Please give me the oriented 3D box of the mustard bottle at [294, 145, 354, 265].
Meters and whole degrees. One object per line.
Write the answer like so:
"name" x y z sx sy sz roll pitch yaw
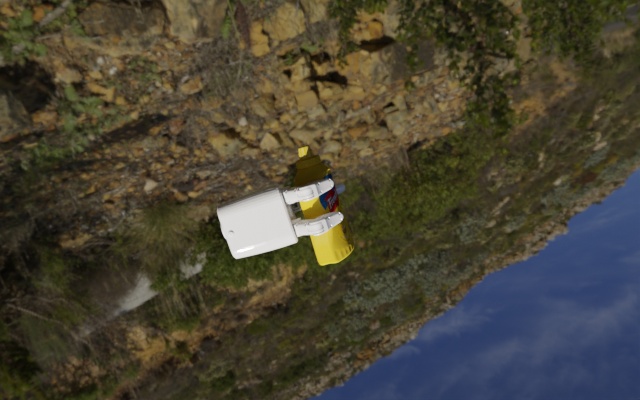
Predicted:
"mustard bottle" 0.001 0.003 0.790 0.058 0.191 0.096 -13 11 26
